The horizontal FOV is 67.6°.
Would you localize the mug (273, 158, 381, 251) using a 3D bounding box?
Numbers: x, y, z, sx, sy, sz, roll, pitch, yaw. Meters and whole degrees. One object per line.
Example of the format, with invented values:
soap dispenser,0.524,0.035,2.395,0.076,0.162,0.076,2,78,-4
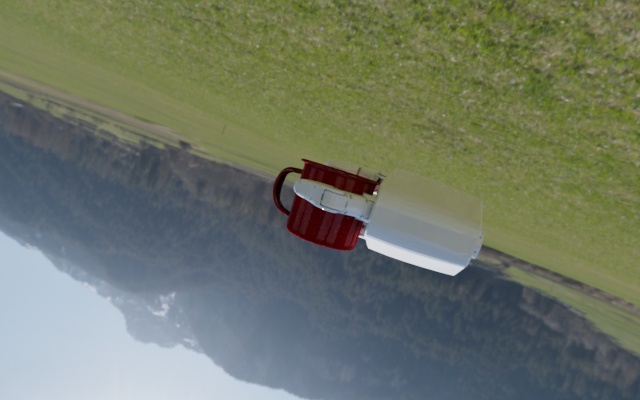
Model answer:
mug,-0.001,0.001,0.534,0.117,0.081,0.093,19,5,13
